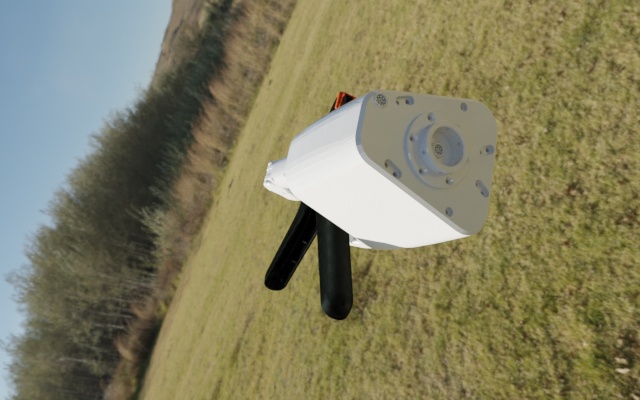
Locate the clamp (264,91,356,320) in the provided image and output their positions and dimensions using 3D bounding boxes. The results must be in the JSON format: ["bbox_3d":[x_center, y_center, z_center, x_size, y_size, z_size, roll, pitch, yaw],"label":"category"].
[{"bbox_3d":[0.000,0.001,0.455,0.036,0.210,0.164,18,-15,-24],"label":"clamp"}]
